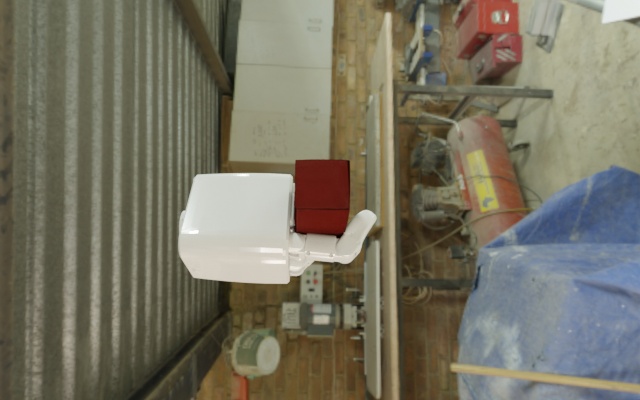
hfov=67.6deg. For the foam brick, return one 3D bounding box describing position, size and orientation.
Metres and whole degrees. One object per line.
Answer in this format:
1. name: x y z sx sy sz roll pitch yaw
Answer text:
1. foam brick: 0.000 0.001 0.464 0.051 0.053 0.078 2 -27 -2
